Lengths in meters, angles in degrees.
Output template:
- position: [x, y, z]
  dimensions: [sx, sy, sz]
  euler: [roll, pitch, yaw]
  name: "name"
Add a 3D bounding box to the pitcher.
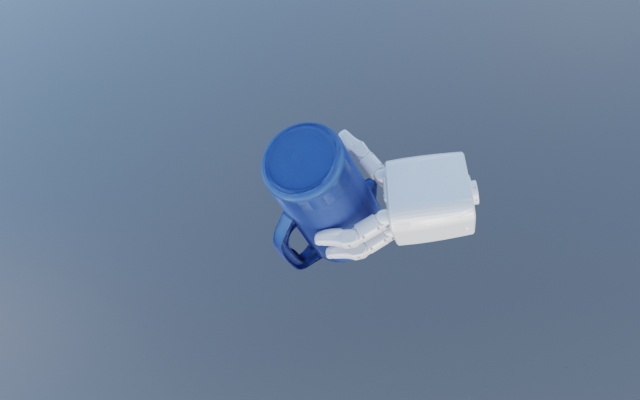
- position: [0.000, 0.002, 0.675]
  dimensions: [0.145, 0.149, 0.243]
  euler: [-6, -23, 14]
  name: "pitcher"
